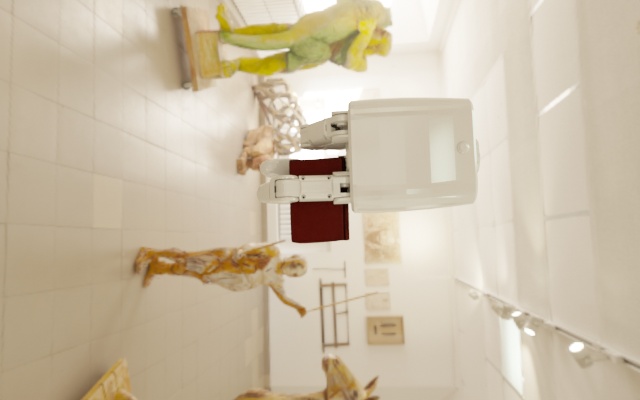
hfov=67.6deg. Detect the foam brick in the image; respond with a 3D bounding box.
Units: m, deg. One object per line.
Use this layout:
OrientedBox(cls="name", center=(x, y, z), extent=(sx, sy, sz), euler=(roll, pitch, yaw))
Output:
OrientedBox(cls="foam brick", center=(0.000, 0.002, 0.452), extent=(0.051, 0.078, 0.053), euler=(-2, -4, 6))
